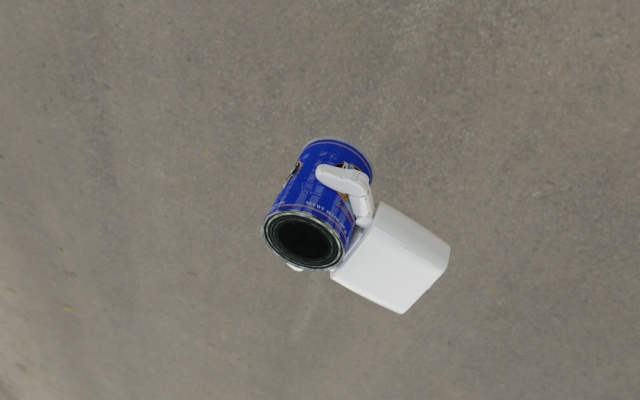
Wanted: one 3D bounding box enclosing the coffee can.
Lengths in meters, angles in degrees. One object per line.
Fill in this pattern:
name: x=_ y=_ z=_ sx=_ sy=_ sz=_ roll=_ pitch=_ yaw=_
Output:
coffee can: x=0.000 y=0.002 z=0.594 sx=0.103 sy=0.103 sz=0.140 roll=0 pitch=42 yaw=25
